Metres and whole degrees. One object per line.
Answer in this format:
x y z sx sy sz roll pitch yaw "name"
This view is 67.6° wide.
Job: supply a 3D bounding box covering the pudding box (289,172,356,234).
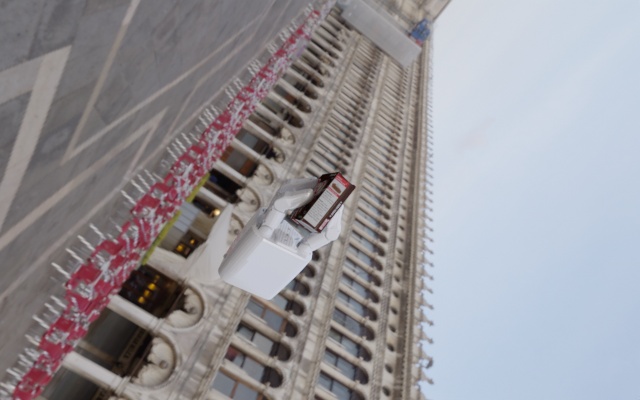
0.000 0.003 0.722 0.039 0.090 0.113 39 -7 -13 "pudding box"
